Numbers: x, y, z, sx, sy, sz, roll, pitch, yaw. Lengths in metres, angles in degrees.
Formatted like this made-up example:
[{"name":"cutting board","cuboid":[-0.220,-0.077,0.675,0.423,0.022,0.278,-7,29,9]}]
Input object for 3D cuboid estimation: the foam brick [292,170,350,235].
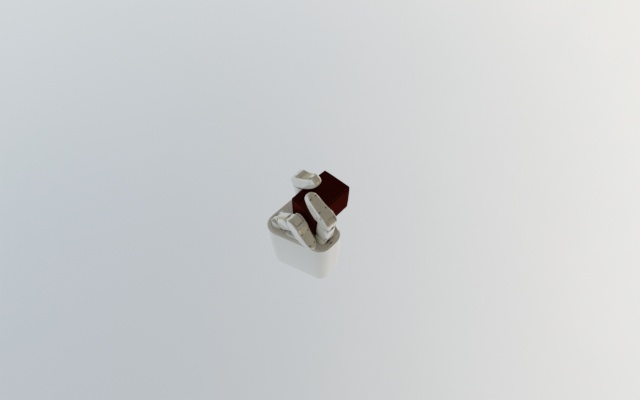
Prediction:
[{"name":"foam brick","cuboid":[0.000,0.002,0.744,0.053,0.078,0.051,38,-26,24]}]
